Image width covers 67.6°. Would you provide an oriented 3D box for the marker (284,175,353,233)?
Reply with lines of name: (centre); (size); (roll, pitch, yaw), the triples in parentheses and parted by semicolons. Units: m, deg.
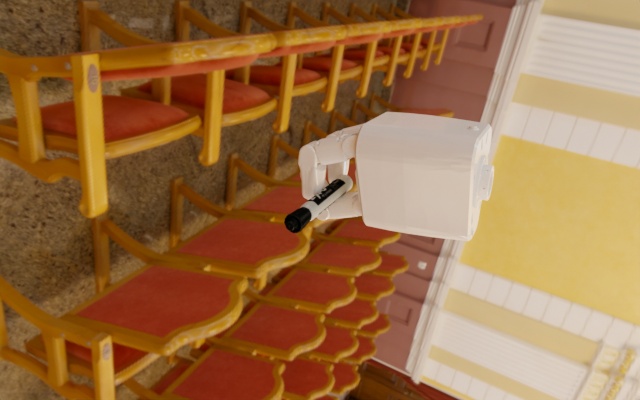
marker: (0.000, 0.002, 0.475); (0.020, 0.020, 0.121); (0, 21, 29)
